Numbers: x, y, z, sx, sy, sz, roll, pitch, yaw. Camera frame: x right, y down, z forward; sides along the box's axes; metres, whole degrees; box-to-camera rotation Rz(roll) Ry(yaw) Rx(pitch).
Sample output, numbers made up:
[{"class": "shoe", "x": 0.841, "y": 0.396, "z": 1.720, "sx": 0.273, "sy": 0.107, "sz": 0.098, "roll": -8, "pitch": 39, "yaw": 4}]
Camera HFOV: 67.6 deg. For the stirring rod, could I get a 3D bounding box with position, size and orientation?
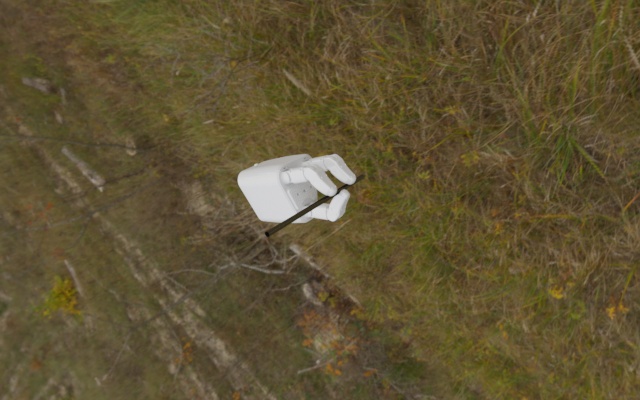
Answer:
[{"class": "stirring rod", "x": 0.000, "y": 0.002, "z": 0.720, "sx": 0.011, "sy": 0.011, "sz": 0.239, "roll": 0, "pitch": 21, "yaw": 39}]
